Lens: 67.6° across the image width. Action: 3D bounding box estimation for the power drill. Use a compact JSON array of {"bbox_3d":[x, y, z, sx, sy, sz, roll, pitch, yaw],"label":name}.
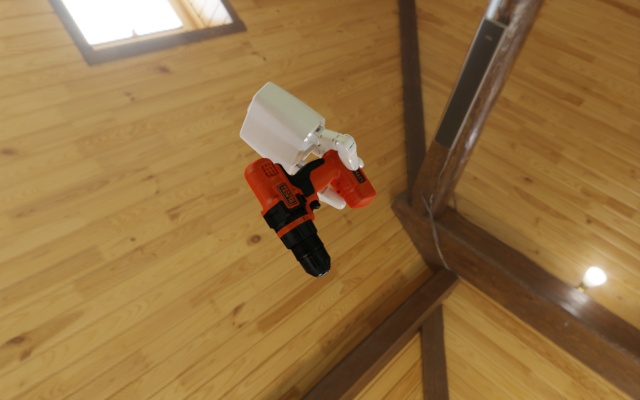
[{"bbox_3d":[0.000,0.002,0.703,0.187,0.184,0.057,-26,-8,-46],"label":"power drill"}]
